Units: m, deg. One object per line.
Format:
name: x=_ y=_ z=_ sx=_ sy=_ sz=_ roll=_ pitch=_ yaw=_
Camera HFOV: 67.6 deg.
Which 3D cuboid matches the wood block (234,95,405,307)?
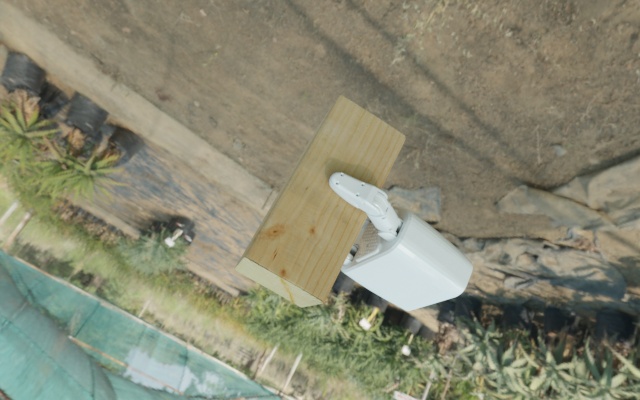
wood block: x=0.000 y=0.002 z=0.524 sx=0.090 sy=0.206 sz=0.091 roll=31 pitch=-21 yaw=-7
